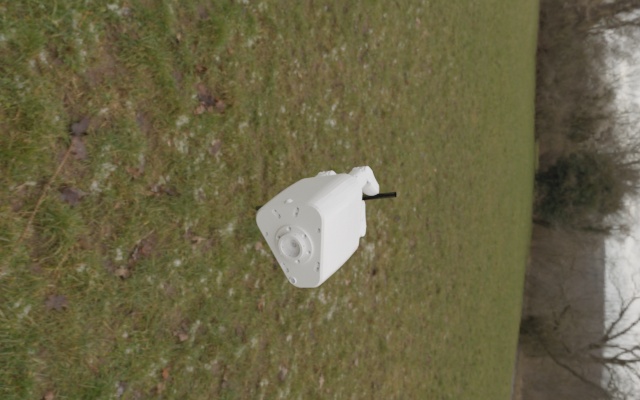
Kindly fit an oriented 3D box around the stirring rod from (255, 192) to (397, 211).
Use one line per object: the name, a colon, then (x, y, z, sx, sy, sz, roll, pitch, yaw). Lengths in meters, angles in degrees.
stirring rod: (0.000, 0.002, 0.723, 0.239, 0.011, 0.011, -6, -3, 29)
